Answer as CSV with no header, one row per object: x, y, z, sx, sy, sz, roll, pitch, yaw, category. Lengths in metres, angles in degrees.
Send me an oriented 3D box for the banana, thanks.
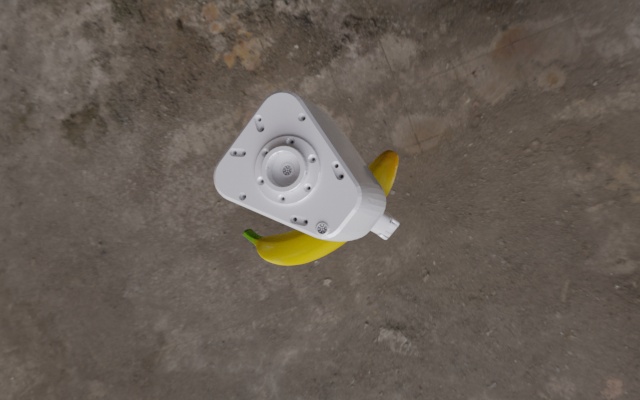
0.005,0.020,0.509,0.198,0.069,0.037,-28,-13,14,banana
